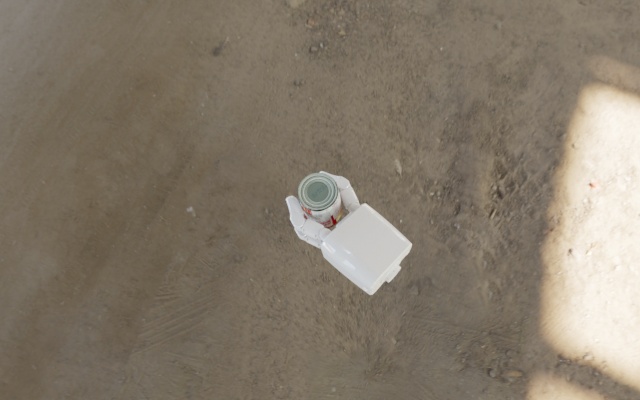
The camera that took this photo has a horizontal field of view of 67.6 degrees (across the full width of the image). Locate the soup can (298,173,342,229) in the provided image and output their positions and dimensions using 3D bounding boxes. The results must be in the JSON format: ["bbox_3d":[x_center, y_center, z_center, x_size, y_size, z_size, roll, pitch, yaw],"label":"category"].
[{"bbox_3d":[0.000,0.002,0.811,0.068,0.068,0.102,0,-20,6],"label":"soup can"}]
